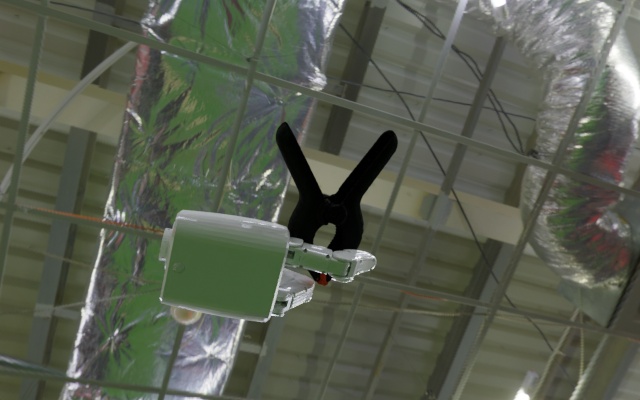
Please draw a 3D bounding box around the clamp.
[{"bbox_3d":[0.000,0.002,0.476,0.120,0.171,0.039,12,14,-14],"label":"clamp"}]
